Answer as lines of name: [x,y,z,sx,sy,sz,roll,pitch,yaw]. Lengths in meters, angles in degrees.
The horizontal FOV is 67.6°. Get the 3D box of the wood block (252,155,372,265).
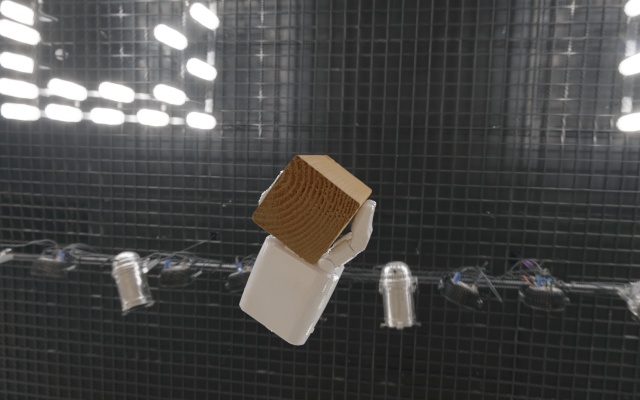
wood block: [0.000,0.002,0.616,0.091,0.090,0.206,37,10,4]
